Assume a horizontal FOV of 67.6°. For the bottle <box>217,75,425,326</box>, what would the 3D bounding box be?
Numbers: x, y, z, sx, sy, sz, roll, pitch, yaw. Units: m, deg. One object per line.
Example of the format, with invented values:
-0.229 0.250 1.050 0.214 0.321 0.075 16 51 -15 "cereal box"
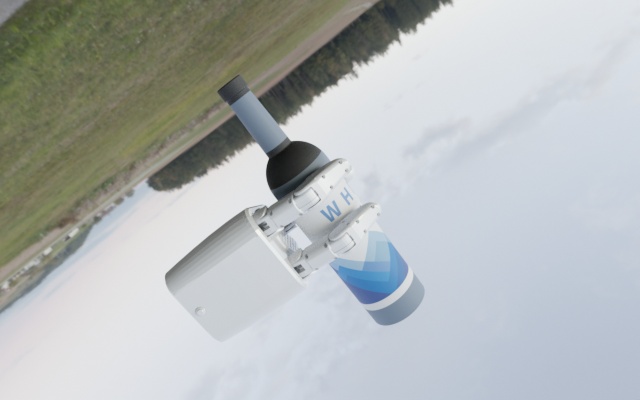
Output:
0.000 0.002 0.488 0.069 0.296 0.069 -35 16 11 "bottle"
